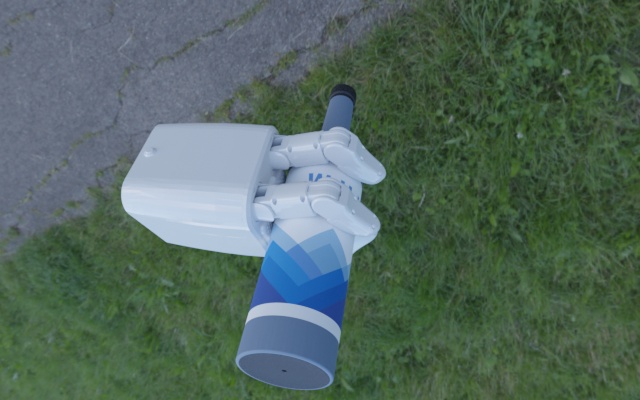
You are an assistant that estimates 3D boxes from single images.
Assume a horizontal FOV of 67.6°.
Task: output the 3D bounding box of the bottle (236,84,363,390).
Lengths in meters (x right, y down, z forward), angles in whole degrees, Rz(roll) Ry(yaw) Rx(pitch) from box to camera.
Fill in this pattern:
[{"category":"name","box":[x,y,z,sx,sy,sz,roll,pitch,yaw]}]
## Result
[{"category":"bottle","box":[0.000,0.002,0.407,0.069,0.295,0.069,7,-39,6]}]
